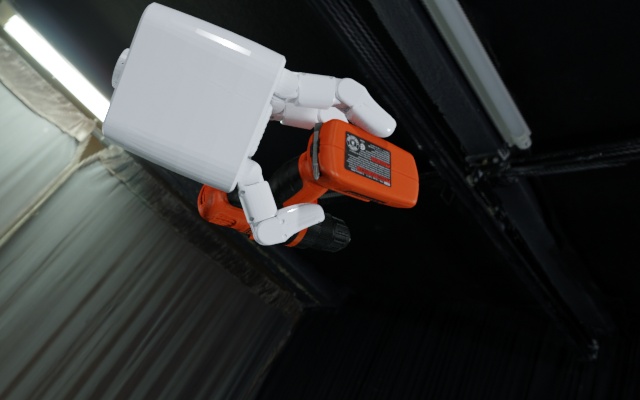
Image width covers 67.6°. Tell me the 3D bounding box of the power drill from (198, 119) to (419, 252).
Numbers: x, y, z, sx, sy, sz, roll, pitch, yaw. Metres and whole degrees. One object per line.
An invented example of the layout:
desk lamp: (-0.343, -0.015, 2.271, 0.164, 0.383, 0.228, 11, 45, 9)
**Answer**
power drill: (0.000, 0.001, 0.461, 0.184, 0.057, 0.188, 17, -29, -35)
